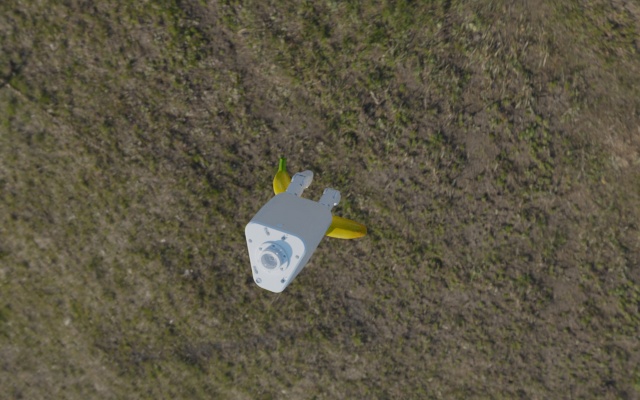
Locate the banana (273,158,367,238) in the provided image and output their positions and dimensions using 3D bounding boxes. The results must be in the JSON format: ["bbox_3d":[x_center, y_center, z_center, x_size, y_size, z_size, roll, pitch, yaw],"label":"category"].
[{"bbox_3d":[-0.013,0.014,0.825,0.198,0.070,0.037,40,24,2],"label":"banana"}]
